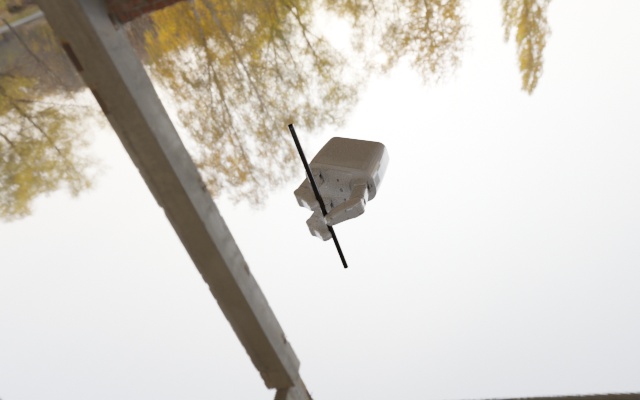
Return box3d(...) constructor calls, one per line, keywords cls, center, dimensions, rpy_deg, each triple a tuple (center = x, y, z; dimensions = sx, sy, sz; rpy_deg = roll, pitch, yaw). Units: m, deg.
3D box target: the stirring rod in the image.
box3d(cls="stirring rod", center=(0.000, 0.002, 0.670), dimensions=(0.011, 0.240, 0.011), rpy_deg=(-17, 28, 9))
